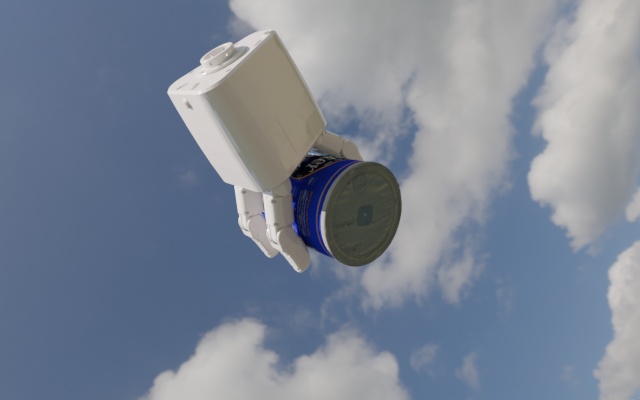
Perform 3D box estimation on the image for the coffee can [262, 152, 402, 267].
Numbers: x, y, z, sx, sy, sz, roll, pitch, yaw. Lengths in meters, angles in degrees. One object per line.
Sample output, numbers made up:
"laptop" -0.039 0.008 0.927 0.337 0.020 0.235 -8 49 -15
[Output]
"coffee can" 0.000 0.002 0.508 0.103 0.103 0.140 0 10 -40
